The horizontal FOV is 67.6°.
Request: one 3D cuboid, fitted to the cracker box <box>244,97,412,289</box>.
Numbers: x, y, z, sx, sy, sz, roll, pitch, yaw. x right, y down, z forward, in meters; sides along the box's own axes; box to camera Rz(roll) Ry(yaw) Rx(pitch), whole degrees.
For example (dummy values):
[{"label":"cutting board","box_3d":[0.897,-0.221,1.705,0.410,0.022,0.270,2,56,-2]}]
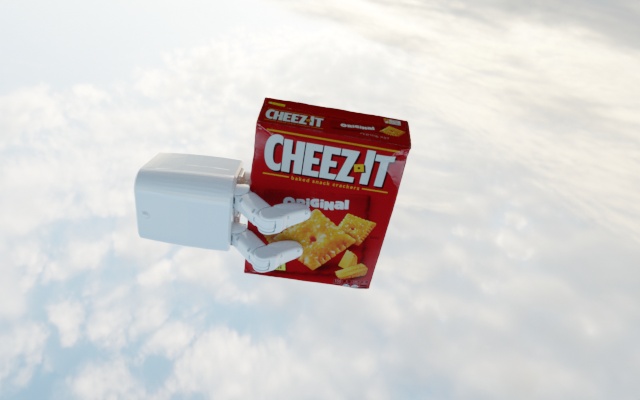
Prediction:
[{"label":"cracker box","box_3d":[0.000,0.002,0.563,0.164,0.214,0.072,9,36,-3]}]
